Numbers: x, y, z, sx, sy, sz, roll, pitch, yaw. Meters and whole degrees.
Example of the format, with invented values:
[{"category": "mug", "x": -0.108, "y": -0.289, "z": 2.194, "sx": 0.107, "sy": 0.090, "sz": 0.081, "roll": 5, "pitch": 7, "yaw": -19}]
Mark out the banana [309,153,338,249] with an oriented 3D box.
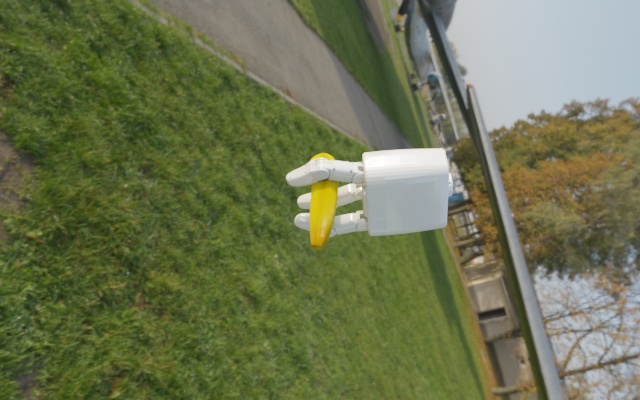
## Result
[{"category": "banana", "x": 0.003, "y": -0.016, "z": 0.648, "sx": 0.037, "sy": 0.070, "sz": 0.197, "roll": 7, "pitch": 30, "yaw": -6}]
